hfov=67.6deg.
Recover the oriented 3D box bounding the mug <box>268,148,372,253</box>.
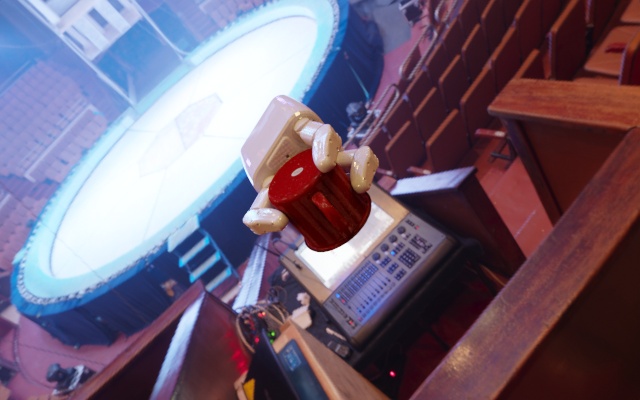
[{"bbox_3d":[0.000,0.002,0.515,0.081,0.093,0.117,48,3,-31],"label":"mug"}]
